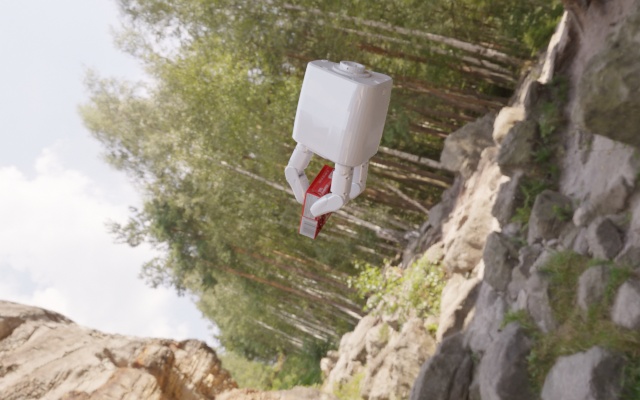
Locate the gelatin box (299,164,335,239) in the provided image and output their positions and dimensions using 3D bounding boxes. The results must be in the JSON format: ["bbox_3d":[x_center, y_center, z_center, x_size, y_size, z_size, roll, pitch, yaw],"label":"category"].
[{"bbox_3d":[0.000,0.002,0.717,0.030,0.089,0.073,22,41,12],"label":"gelatin box"}]
